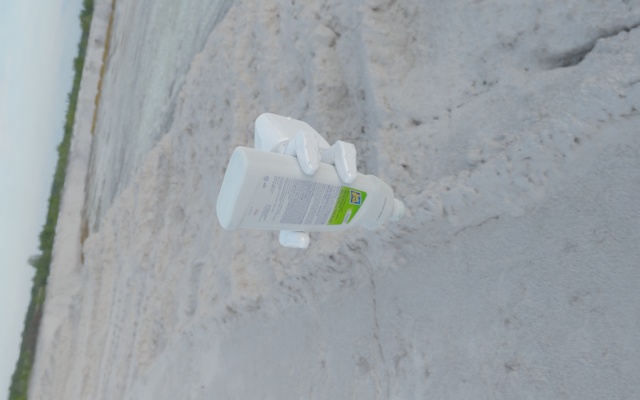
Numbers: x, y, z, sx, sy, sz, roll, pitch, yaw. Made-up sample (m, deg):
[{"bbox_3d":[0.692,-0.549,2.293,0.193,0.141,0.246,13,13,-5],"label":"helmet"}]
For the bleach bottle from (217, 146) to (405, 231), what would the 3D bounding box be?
[{"bbox_3d":[0.000,0.002,0.628,0.251,0.103,0.068,10,25,-29],"label":"bleach bottle"}]
